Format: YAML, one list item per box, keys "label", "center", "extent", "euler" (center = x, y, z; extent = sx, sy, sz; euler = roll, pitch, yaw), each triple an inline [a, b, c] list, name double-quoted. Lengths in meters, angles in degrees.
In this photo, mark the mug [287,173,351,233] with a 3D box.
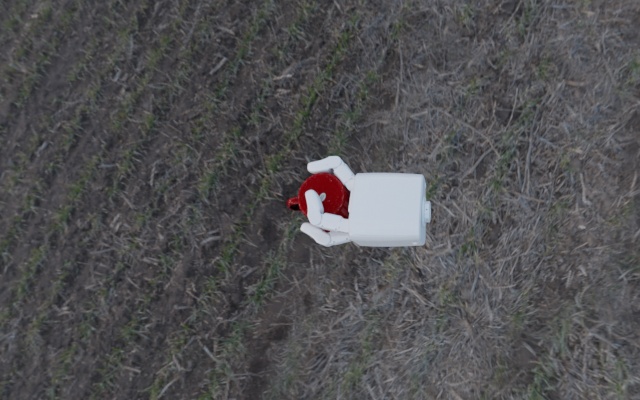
- label: "mug"
  center: [-0.001, 0.003, 0.803]
  extent: [0.117, 0.093, 0.081]
  euler: [-1, -14, 17]
